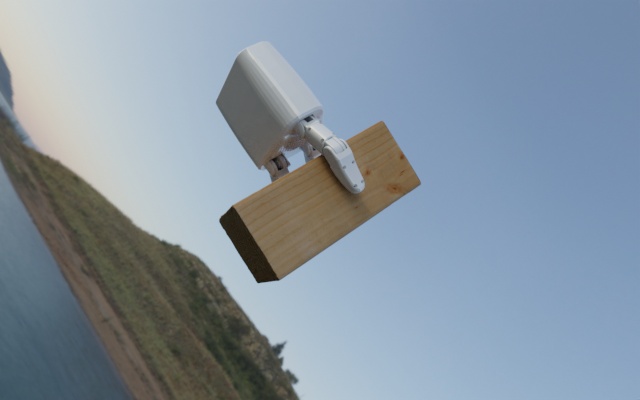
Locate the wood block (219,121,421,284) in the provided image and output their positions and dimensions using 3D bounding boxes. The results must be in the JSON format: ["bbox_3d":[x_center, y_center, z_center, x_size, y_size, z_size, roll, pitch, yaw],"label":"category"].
[{"bbox_3d":[0.000,0.001,0.551,0.206,0.090,0.091,-32,1,-24],"label":"wood block"}]
